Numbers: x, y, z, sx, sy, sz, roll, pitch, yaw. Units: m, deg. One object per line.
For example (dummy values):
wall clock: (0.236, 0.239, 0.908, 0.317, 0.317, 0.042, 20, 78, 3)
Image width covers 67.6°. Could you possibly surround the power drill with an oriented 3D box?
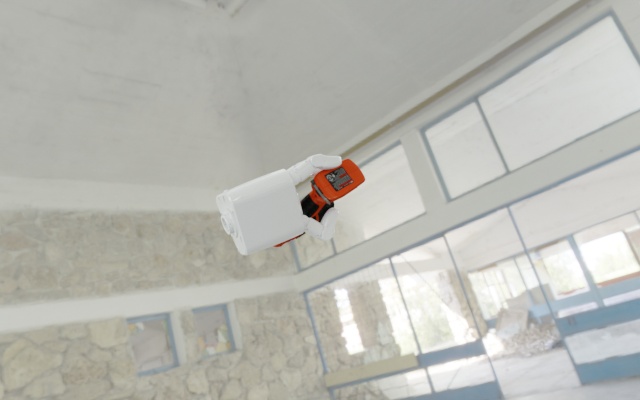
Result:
power drill: (0.000, 0.003, 0.879, 0.184, 0.057, 0.188, -32, -10, -45)
